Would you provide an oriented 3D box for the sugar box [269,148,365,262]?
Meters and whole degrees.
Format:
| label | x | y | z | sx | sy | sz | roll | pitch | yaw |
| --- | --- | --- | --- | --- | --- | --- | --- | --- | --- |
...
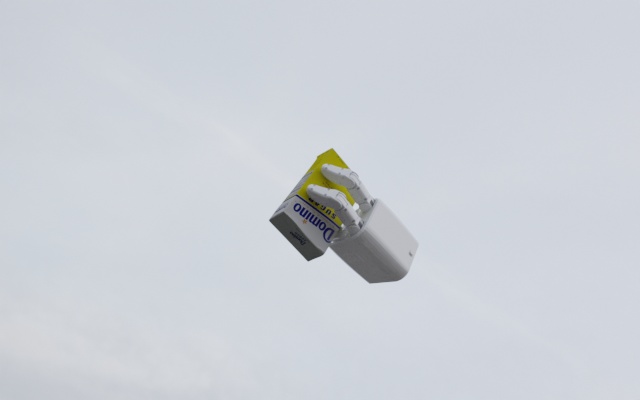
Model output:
| label | x | y | z | sx | sy | sz | roll | pitch | yaw |
| --- | --- | --- | --- | --- | --- | --- | --- | --- | --- |
| sugar box | 0.001 | 0.002 | 0.760 | 0.048 | 0.093 | 0.176 | -29 | 20 | 41 |
